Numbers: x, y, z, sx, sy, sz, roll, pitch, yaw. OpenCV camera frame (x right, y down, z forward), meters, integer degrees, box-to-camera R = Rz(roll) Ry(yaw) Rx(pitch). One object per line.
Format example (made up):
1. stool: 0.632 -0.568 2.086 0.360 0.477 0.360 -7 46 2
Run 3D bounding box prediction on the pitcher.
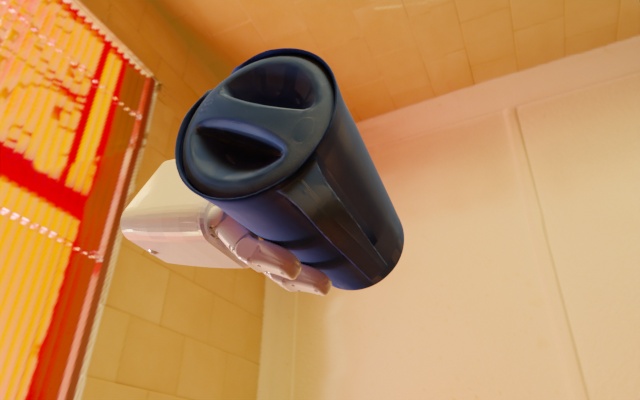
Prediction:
1. pitcher: 0.000 0.001 0.426 0.145 0.149 0.243 -2 -29 26
